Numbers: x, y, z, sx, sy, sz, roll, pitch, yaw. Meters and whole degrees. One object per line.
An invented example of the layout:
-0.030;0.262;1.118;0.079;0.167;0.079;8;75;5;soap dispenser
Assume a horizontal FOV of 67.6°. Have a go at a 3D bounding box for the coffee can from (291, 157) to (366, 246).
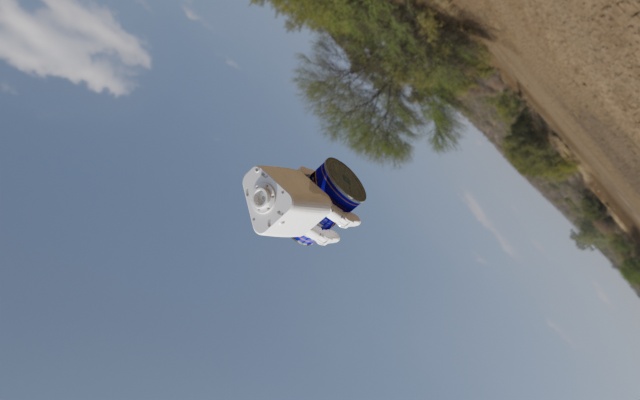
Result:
0.000;0.003;0.890;0.140;0.102;0.103;-41;-20;24;coffee can
